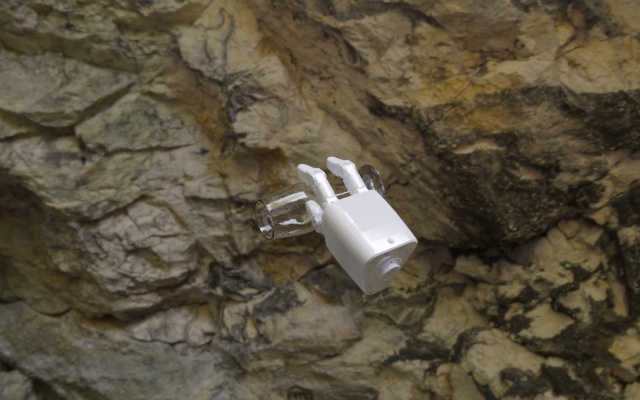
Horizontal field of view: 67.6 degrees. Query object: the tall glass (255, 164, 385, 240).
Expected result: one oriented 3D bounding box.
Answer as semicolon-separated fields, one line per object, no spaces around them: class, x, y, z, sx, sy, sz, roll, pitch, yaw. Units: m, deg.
tall glass;0.001;0.002;0.750;0.201;0.079;0.079;-17;8;-28
